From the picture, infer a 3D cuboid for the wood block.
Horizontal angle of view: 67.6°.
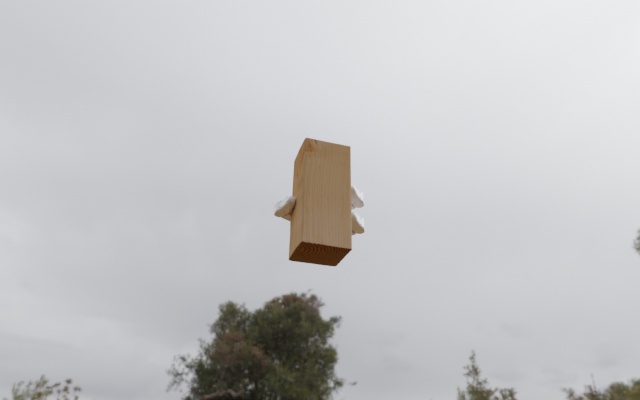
[{"bbox_3d":[0.000,0.003,0.860,0.091,0.206,0.090,9,-30,-15],"label":"wood block"}]
